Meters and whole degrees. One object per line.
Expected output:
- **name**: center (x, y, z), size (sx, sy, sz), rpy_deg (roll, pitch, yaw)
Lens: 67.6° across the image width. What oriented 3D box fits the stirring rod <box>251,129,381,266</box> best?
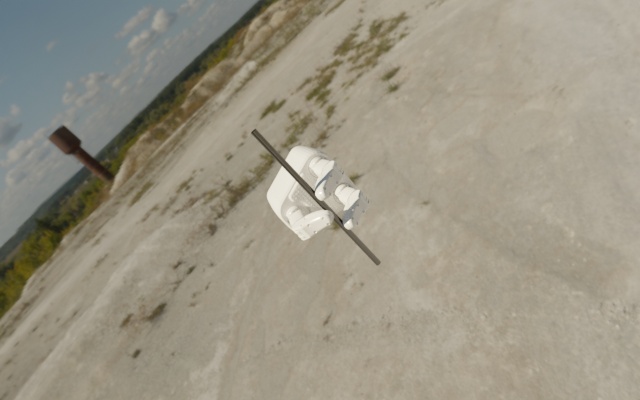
- **stirring rod**: center (0.000, 0.002, 0.590), size (0.239, 0.011, 0.011), rpy_deg (47, -21, -22)
